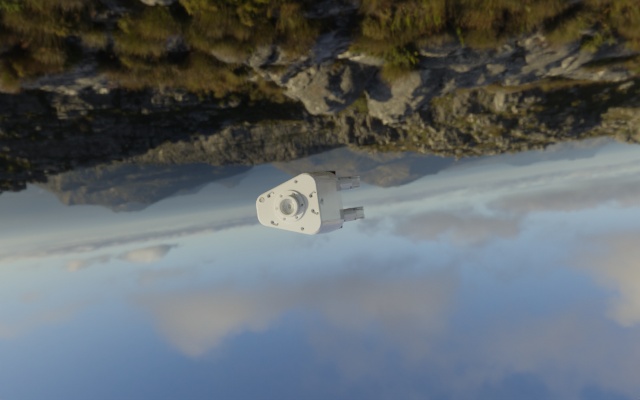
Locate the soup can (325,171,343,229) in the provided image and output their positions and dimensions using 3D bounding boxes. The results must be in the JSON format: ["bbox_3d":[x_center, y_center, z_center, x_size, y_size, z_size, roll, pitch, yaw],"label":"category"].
[{"bbox_3d":[0.000,0.003,0.842,0.068,0.102,0.068,-8,-1,0],"label":"soup can"}]
